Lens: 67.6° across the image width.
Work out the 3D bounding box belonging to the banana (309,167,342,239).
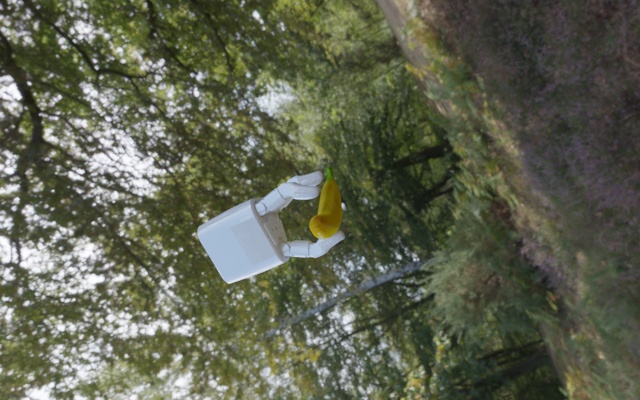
[{"bbox_3d":[0.008,0.017,0.731,0.037,0.070,0.197,-20,22,14],"label":"banana"}]
